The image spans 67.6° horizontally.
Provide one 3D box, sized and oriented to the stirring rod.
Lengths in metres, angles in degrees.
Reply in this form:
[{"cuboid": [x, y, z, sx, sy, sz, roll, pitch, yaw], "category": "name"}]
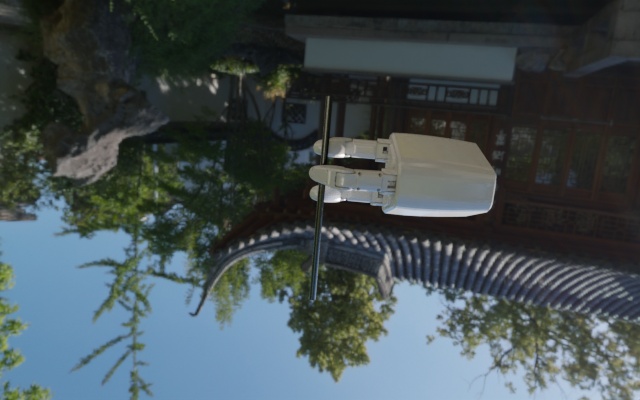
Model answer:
[{"cuboid": [0.000, 0.002, 0.553, 0.011, 0.239, 0.011, 5, 12, -1], "category": "stirring rod"}]
